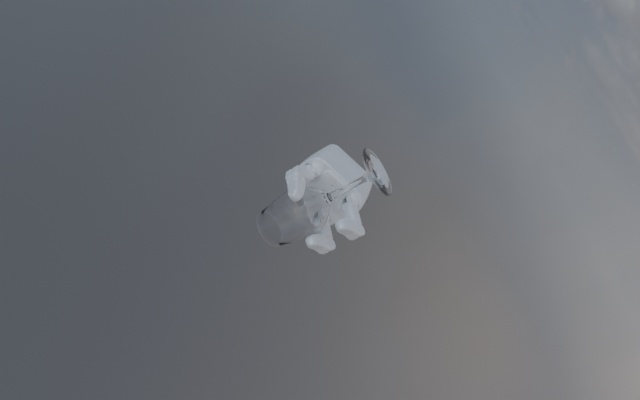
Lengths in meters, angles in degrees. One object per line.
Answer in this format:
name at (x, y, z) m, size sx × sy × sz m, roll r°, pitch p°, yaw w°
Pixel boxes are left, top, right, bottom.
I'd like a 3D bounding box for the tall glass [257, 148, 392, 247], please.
tall glass at (0.001, 0.002, 0.706) m, size 0.201 × 0.079 × 0.079 m, roll -28°, pitch -13°, yaw 25°
